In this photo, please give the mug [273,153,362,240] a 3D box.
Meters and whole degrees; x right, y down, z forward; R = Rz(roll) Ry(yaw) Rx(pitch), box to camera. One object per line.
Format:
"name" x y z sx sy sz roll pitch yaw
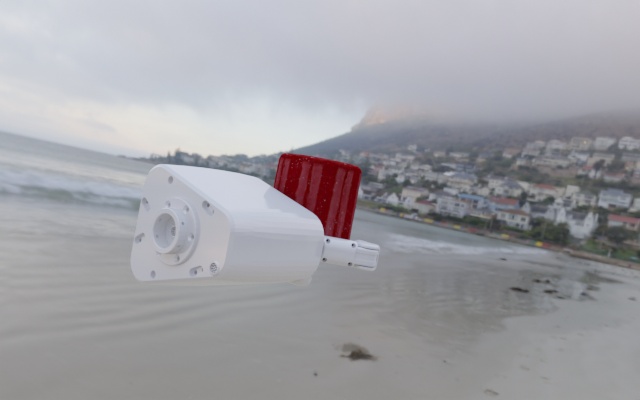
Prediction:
"mug" 0.001 0.001 0.474 0.093 0.081 0.117 12 2 33
